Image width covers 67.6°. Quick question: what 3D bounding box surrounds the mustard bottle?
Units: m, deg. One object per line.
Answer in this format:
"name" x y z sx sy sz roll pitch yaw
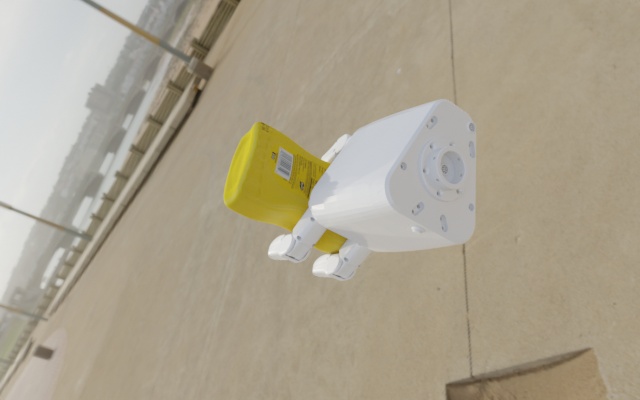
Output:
"mustard bottle" 0.000 0.002 0.493 0.192 0.096 0.058 27 -43 -24
